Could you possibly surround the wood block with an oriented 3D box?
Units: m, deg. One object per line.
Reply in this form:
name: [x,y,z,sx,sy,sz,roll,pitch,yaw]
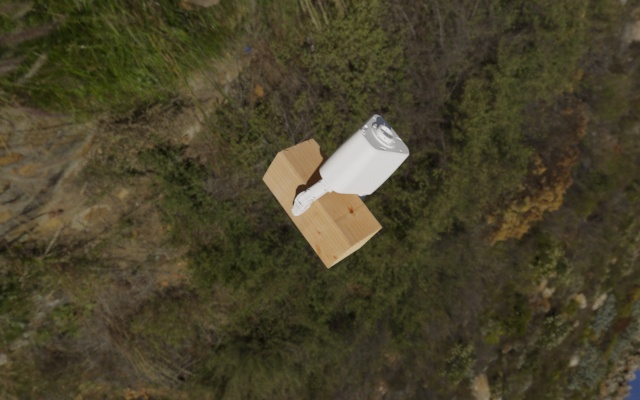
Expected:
wood block: [0.000,0.003,0.859,0.091,0.206,0.090,-27,-15,-39]
